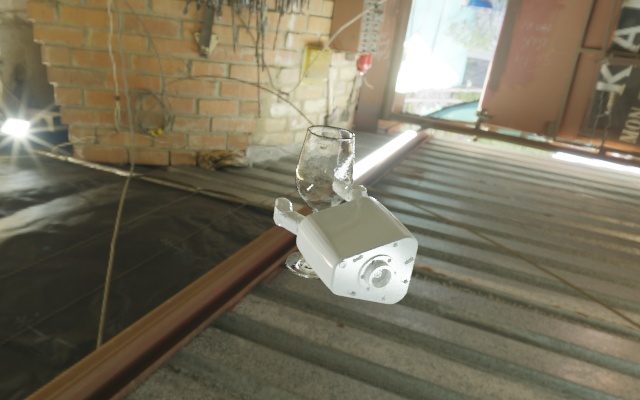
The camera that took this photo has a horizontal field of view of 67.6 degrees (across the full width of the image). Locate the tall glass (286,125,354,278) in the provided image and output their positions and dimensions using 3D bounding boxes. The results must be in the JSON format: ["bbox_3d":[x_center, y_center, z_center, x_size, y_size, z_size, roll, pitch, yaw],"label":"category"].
[{"bbox_3d":[0.000,0.003,0.655,0.079,0.201,0.079,7,22,-3],"label":"tall glass"}]
